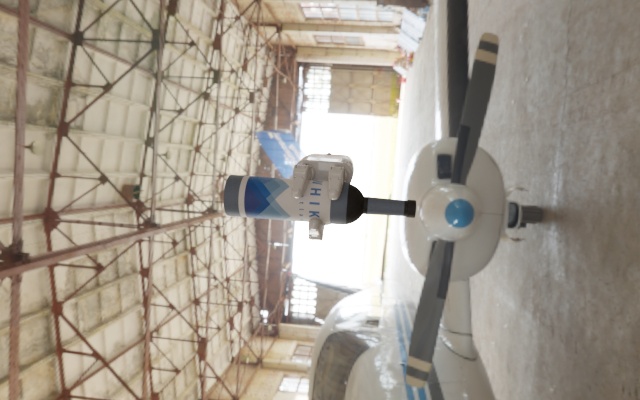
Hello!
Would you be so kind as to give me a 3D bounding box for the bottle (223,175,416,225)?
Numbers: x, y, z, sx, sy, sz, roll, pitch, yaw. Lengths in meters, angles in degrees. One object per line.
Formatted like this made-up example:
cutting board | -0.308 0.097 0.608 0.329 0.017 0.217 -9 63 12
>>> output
bottle | 0.000 0.002 0.751 0.296 0.069 0.069 4 0 6
